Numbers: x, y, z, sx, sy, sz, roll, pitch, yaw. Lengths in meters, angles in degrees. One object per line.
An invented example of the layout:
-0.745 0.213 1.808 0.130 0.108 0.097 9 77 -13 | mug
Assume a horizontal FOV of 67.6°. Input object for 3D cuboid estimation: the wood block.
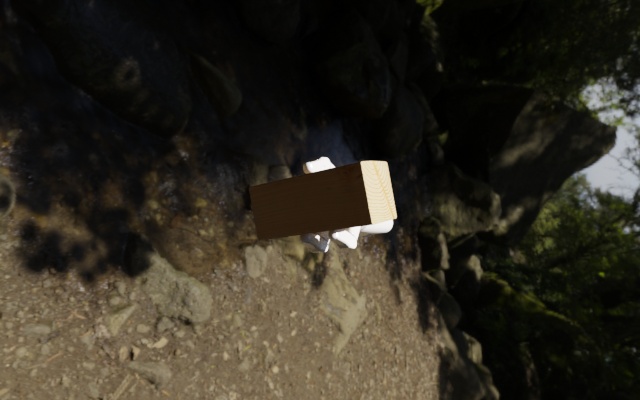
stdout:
0.000 0.002 0.744 0.206 0.091 0.090 -11 -2 32 | wood block
